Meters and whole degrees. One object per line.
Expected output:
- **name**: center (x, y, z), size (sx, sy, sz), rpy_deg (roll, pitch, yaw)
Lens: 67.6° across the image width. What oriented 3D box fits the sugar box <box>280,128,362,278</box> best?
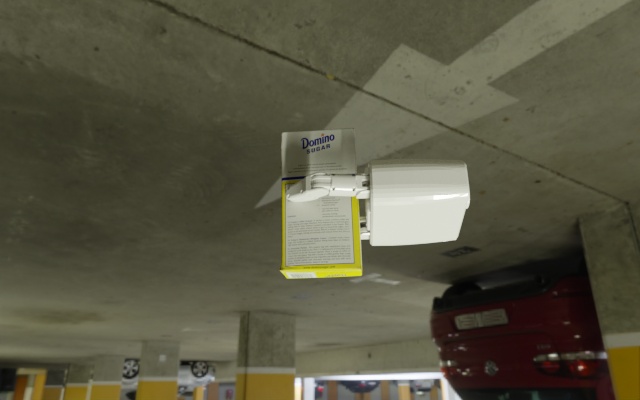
- **sugar box**: center (0.000, 0.002, 0.575), size (0.093, 0.176, 0.048), rpy_deg (-2, -21, 5)
